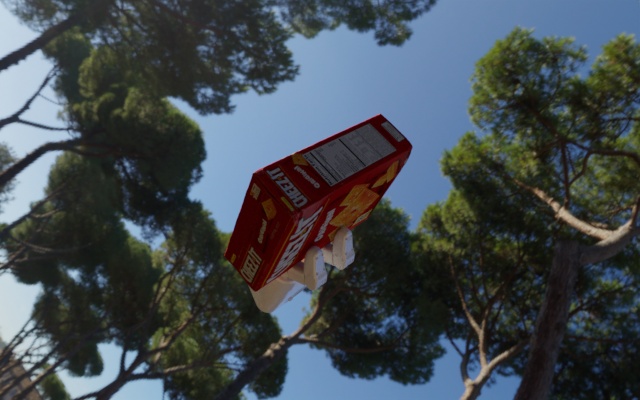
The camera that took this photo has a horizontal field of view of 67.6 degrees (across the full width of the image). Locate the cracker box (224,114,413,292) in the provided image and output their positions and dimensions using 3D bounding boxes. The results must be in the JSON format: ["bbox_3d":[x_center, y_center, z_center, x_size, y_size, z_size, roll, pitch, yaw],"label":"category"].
[{"bbox_3d":[0.000,0.002,0.586,0.213,0.072,0.164,-30,-21,-38],"label":"cracker box"}]
